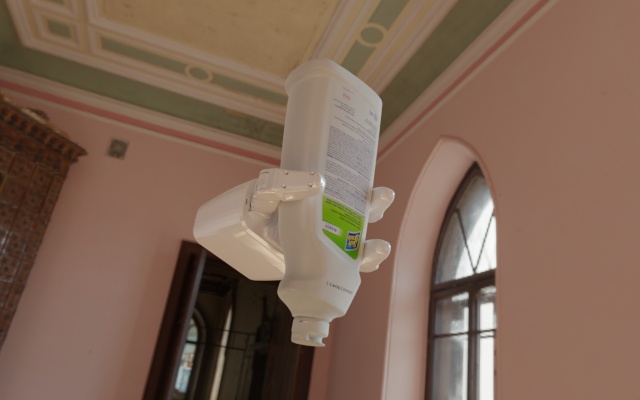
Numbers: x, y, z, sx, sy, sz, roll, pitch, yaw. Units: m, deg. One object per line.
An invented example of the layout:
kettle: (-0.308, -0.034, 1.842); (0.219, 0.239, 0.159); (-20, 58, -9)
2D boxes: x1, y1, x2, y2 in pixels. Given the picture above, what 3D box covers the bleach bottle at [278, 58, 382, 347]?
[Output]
bleach bottle: (0.000, 0.001, 0.439); (0.102, 0.250, 0.068); (25, -28, -35)
